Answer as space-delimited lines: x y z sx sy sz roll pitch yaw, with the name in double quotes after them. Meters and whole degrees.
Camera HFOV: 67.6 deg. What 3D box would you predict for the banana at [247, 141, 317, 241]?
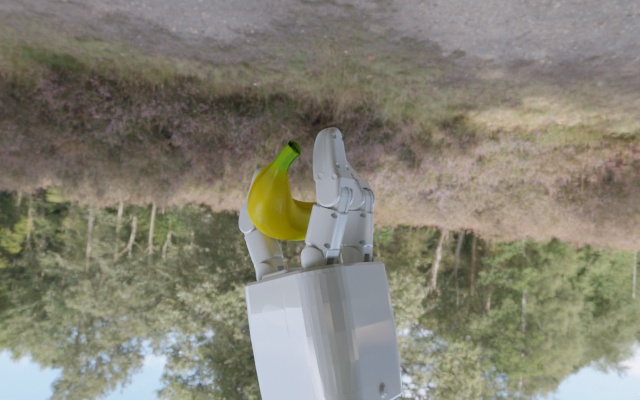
-0.017 0.009 0.415 0.069 0.037 0.198 -27 -18 7 "banana"
